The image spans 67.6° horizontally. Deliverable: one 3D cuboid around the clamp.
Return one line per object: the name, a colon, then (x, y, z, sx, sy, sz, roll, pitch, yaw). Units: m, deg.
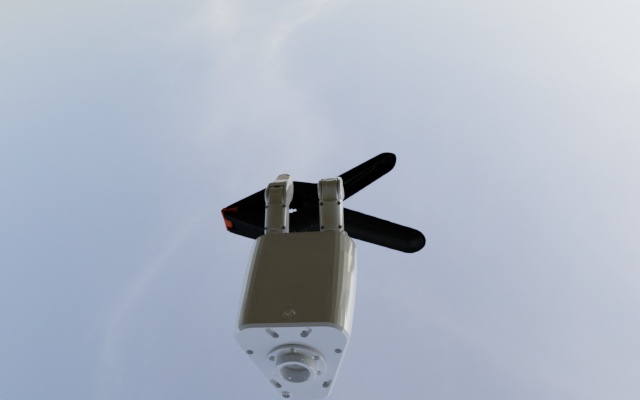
clamp: (0.000, 0.003, 0.522, 0.210, 0.036, 0.164, -4, 35, 7)
